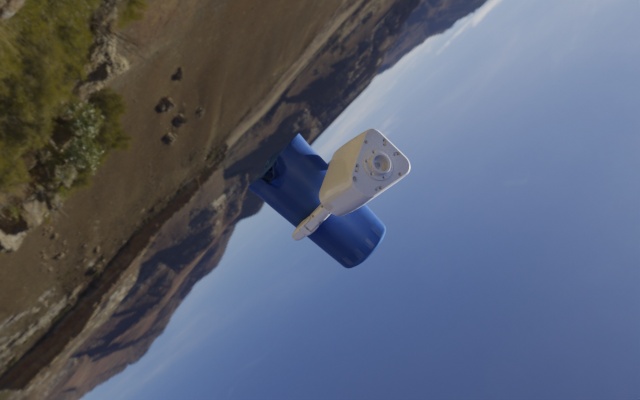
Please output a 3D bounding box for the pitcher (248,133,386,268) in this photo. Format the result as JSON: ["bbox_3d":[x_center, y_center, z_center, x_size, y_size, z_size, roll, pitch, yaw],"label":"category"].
[{"bbox_3d":[0.000,0.003,0.870,0.243,0.149,0.145,43,-28,-8],"label":"pitcher"}]
